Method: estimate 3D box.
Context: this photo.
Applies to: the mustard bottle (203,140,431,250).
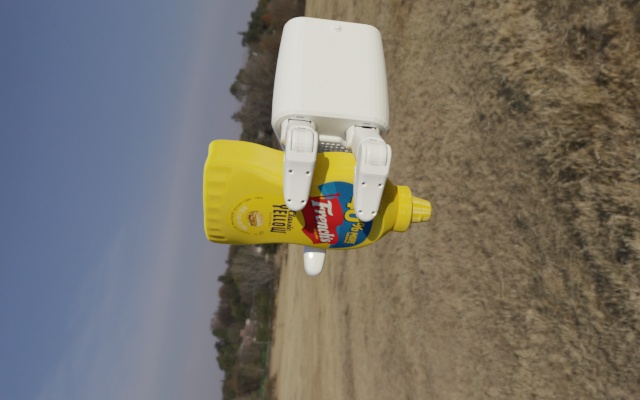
[{"bbox_3d":[0.000,0.002,0.409,0.191,0.096,0.058,4,42,-7],"label":"mustard bottle"}]
